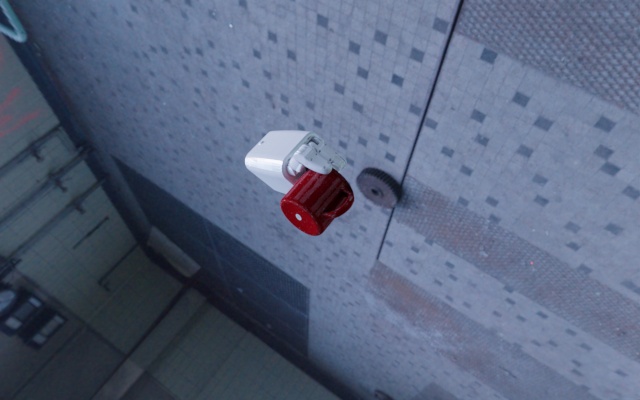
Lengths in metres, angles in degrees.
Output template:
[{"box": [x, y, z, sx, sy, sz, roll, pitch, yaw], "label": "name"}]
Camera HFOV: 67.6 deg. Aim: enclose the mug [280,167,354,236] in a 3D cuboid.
[{"box": [0.001, 0.003, 0.732, 0.117, 0.093, 0.081, 13, 53, 44], "label": "mug"}]
